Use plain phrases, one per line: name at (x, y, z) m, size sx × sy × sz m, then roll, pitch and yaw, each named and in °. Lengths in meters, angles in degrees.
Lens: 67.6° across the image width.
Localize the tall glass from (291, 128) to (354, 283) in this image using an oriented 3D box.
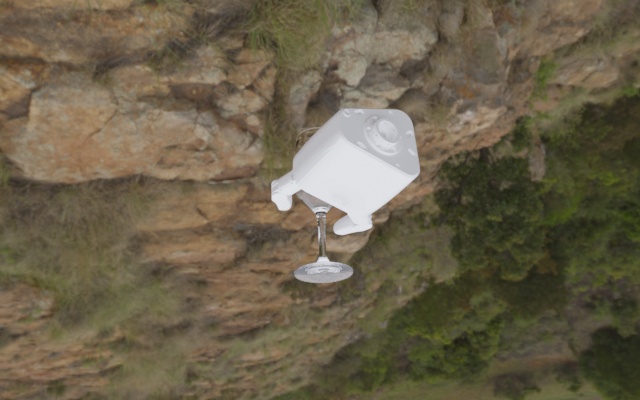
tall glass at (0.000, 0.003, 0.636) m, size 0.079 × 0.201 × 0.079 m, roll -2°, pitch -27°, yaw -1°
